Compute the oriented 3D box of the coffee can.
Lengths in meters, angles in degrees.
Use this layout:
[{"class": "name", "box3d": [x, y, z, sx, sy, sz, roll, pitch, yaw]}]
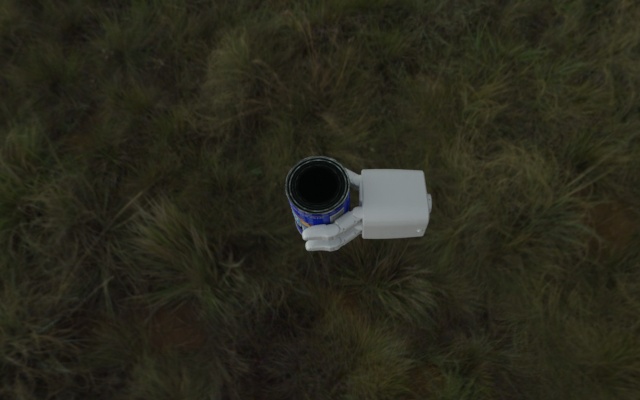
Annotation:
[{"class": "coffee can", "box3d": [0.000, 0.003, 0.808, 0.103, 0.102, 0.140, 0, -23, 4]}]
